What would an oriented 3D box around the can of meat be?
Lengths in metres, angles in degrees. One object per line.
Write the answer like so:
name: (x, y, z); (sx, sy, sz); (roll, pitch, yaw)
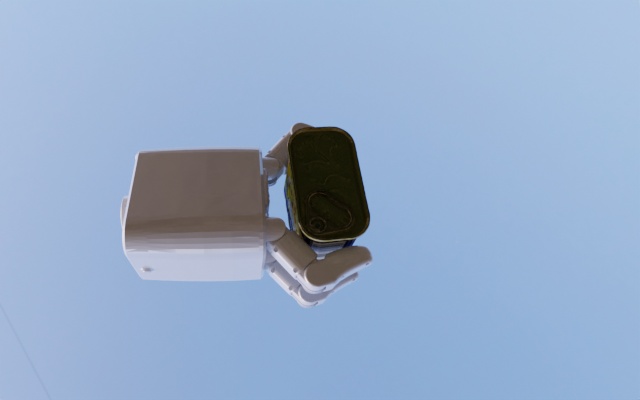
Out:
can of meat: (0.000, 0.001, 0.417); (0.057, 0.102, 0.084); (-5, -24, -12)
